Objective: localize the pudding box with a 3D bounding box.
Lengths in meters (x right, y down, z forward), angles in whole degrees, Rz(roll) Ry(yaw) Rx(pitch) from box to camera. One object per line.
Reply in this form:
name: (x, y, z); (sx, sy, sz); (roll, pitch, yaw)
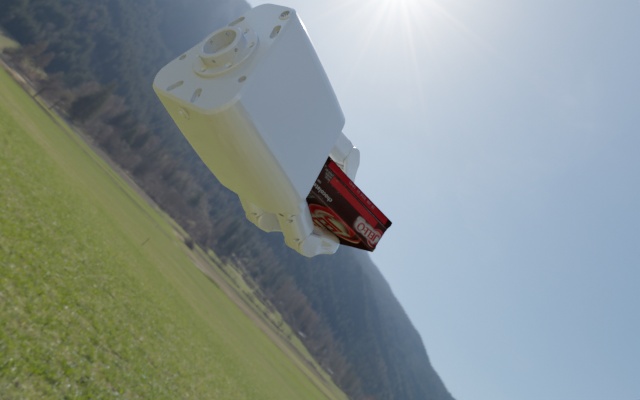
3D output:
pudding box: (0.000, 0.001, 0.444); (0.090, 0.039, 0.113); (46, -16, -22)
